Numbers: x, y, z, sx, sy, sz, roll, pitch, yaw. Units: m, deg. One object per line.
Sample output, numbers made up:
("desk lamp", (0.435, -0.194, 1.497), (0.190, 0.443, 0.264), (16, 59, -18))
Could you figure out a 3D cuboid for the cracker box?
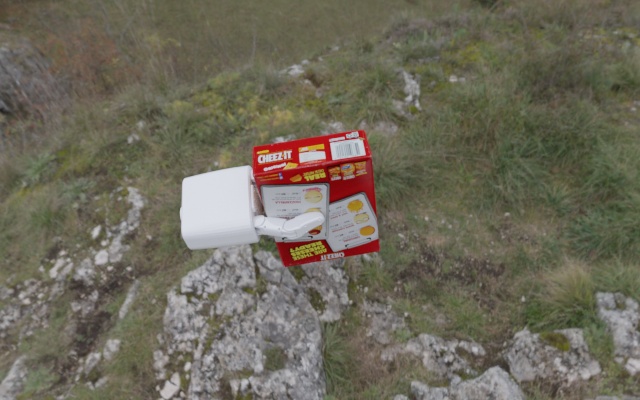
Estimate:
("cracker box", (0.000, 0.002, 0.730), (0.164, 0.072, 0.214), (-9, -43, 2))
